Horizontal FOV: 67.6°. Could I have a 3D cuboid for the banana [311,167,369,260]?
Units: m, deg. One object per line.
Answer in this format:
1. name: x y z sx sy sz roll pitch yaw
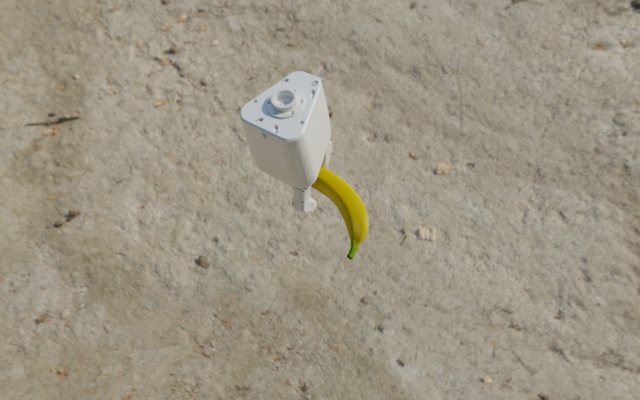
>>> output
1. banana: 0.018 -0.005 0.743 0.069 0.197 0.037 -31 -28 -11
